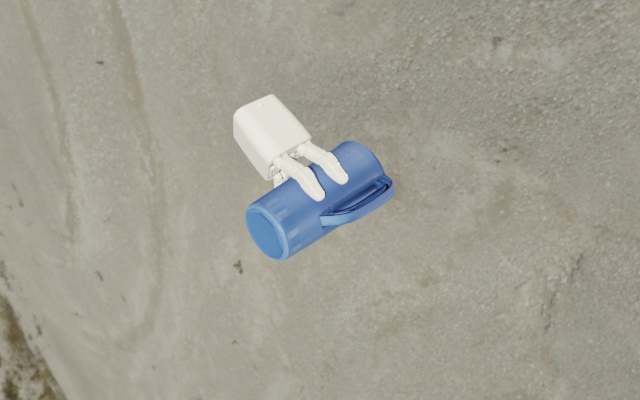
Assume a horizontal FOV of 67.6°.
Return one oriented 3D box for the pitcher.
[{"bbox_3d":[0.000,0.003,0.827,0.242,0.145,0.149,-33,-10,-33],"label":"pitcher"}]
